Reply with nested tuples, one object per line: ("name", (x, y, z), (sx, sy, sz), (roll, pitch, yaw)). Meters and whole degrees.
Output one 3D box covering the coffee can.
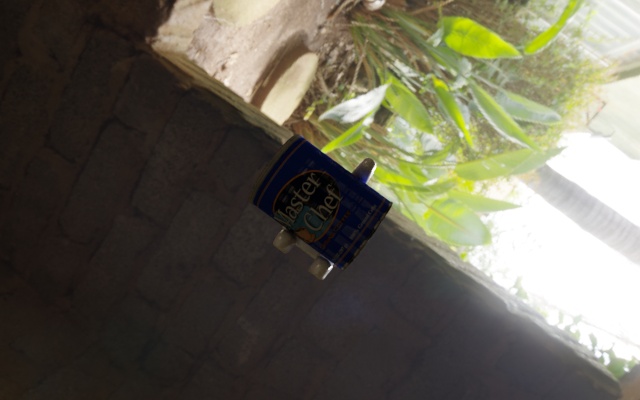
("coffee can", (0.000, 0.002, 0.573), (0.140, 0.103, 0.103), (36, 2, 3))
